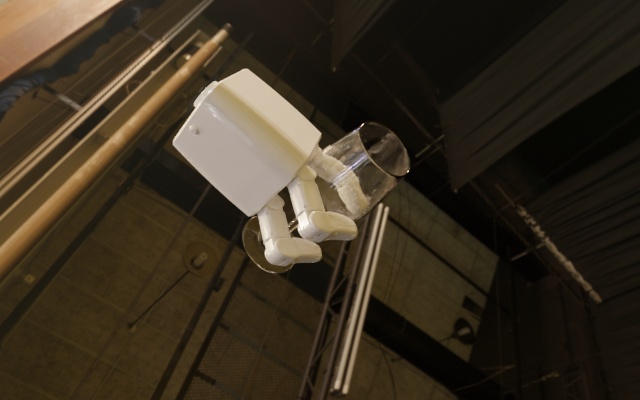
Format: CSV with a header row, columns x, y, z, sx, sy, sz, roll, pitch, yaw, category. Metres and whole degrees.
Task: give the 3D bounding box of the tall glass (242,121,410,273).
x,y,z,sx,sy,sz,roll,pitch,yaw,category
0.000,0.002,0.494,0.079,0.079,0.201,0,-29,-43,tall glass
